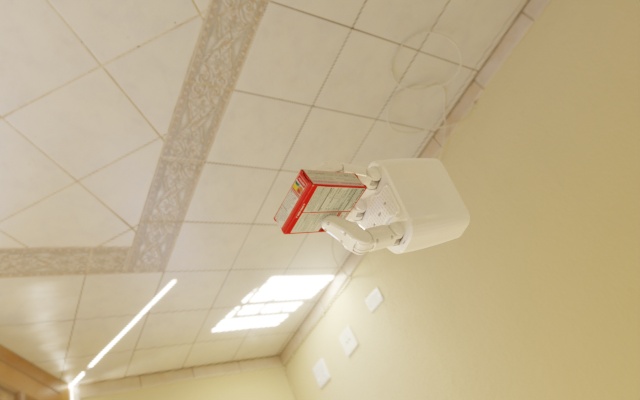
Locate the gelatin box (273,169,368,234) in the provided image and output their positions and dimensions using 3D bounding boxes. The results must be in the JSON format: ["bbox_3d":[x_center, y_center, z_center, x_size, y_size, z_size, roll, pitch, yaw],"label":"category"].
[{"bbox_3d":[0.000,0.002,0.547,0.089,0.073,0.030,0,42,-44],"label":"gelatin box"}]
